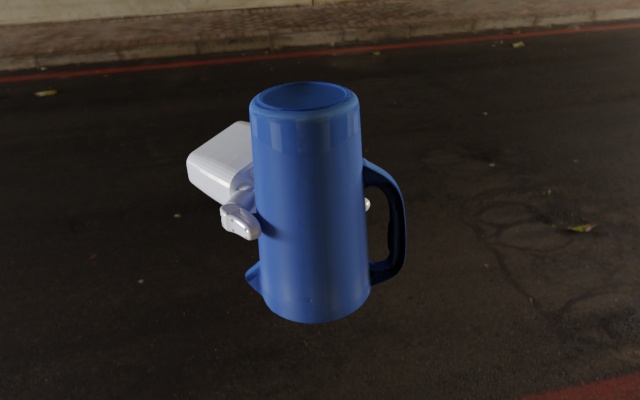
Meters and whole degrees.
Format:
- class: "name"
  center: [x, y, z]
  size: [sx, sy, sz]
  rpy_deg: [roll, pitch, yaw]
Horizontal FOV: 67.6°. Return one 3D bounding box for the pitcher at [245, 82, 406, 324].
- class: "pitcher"
  center: [0.000, 0.002, 0.522]
  size: [0.149, 0.243, 0.145]
  rpy_deg: [-28, 38, -36]
